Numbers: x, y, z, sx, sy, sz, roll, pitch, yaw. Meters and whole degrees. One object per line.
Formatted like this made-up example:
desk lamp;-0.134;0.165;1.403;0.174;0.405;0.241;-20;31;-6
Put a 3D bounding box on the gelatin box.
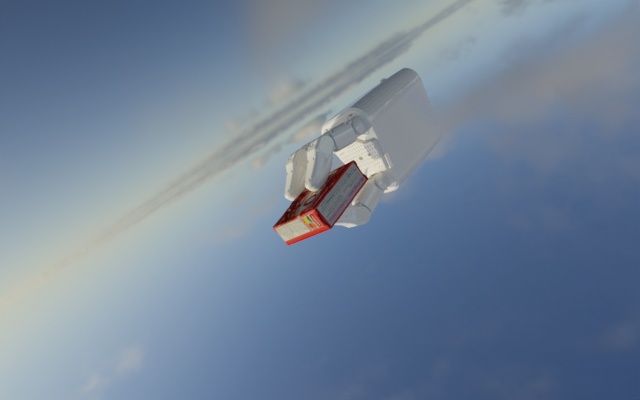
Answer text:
gelatin box;0.000;0.002;0.503;0.073;0.030;0.089;-24;21;47
